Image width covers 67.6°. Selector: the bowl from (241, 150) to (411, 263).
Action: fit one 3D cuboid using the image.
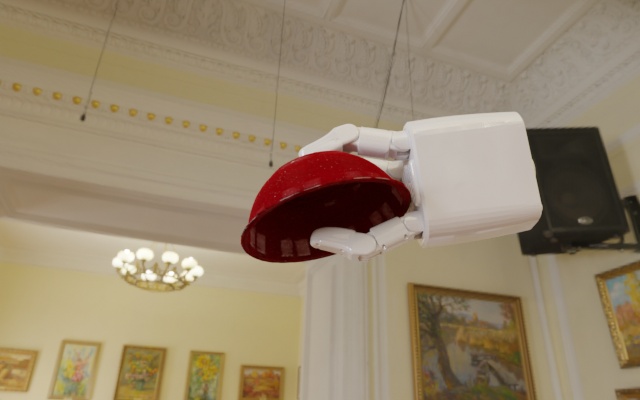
[{"bbox_3d":[-0.001,0.001,0.450,0.162,0.055,0.162,-14,-26,-7],"label":"bowl"}]
